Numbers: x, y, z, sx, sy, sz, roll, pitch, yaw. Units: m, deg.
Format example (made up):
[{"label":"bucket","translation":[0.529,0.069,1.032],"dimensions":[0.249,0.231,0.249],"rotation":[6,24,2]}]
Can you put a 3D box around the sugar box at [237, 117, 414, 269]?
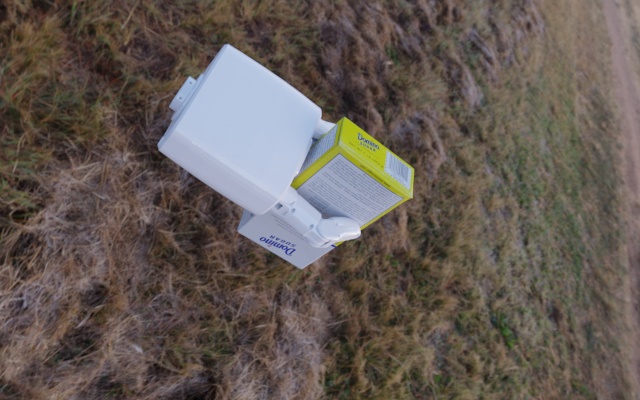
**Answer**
[{"label":"sugar box","translation":[0.000,0.001,0.488],"dimensions":[0.093,0.048,0.176],"rotation":[34,-44,-22]}]
